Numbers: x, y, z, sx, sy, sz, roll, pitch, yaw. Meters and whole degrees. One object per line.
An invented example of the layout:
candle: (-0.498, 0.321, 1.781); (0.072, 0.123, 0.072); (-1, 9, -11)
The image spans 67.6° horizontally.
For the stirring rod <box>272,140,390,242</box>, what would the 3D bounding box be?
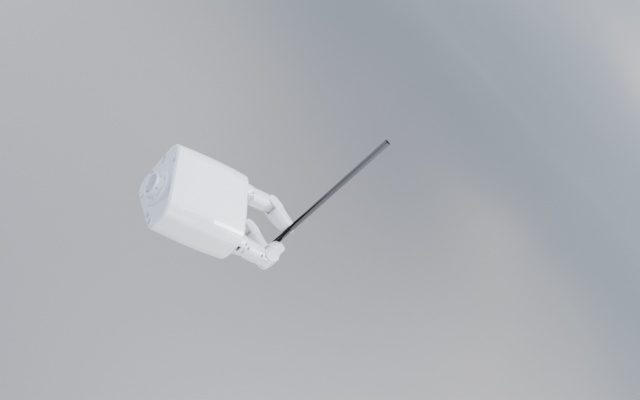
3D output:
stirring rod: (0.000, 0.002, 0.633); (0.239, 0.011, 0.011); (-42, -19, 23)
